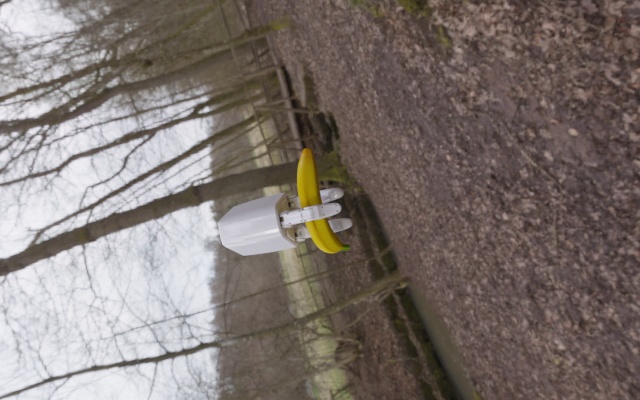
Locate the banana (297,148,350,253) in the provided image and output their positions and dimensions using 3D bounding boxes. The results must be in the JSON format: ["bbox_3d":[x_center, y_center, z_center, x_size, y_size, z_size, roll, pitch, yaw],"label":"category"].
[{"bbox_3d":[-0.005,0.013,0.801,0.037,0.198,0.069,-11,19,27],"label":"banana"}]
